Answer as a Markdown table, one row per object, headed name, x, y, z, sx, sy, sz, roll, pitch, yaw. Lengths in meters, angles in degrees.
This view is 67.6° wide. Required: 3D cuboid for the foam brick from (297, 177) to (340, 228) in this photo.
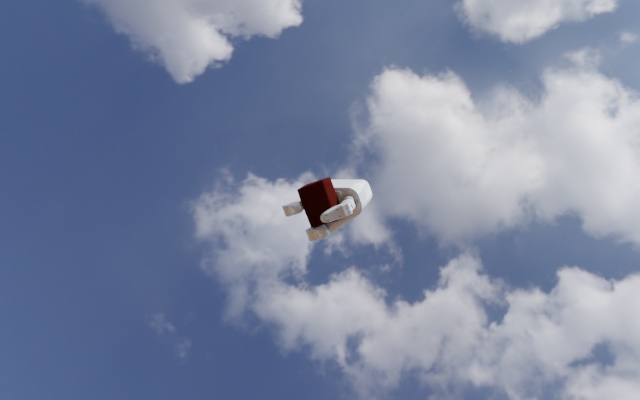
| name | x | y | z | sx | sy | sz | roll | pitch | yaw |
| --- | --- | --- | --- | --- | --- | --- | --- | --- | --- |
| foam brick | 0.000 | 0.003 | 0.874 | 0.053 | 0.078 | 0.051 | -17 | 8 | 21 |
